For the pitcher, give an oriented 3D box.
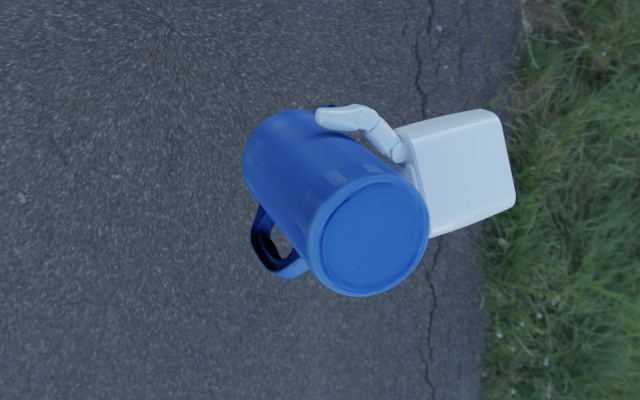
[{"bbox_3d":[0.000,0.001,0.484,0.145,0.149,0.242,-15,24,-13],"label":"pitcher"}]
